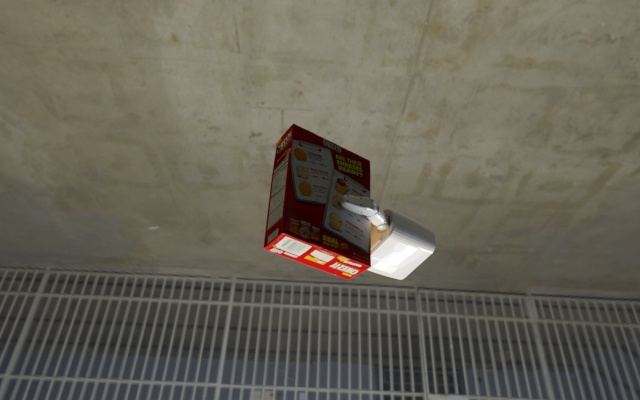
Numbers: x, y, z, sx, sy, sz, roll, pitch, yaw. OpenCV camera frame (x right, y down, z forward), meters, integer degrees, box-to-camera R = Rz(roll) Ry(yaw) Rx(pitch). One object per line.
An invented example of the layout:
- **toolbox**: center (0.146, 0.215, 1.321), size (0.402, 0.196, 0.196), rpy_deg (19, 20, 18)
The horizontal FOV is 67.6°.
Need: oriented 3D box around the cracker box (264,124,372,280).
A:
- **cracker box**: center (0.000, 0.003, 0.780), size (0.164, 0.213, 0.072), rpy_deg (23, -40, -27)
